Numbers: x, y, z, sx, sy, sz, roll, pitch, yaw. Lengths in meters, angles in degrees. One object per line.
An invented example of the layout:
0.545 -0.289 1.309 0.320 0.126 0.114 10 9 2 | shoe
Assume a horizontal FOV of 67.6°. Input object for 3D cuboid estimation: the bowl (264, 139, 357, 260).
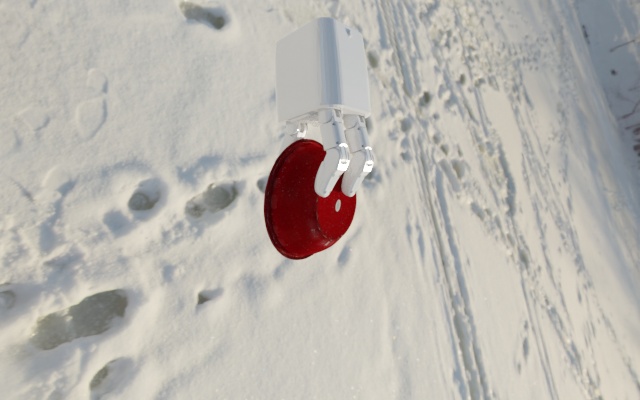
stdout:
0.001 0.003 0.618 0.055 0.162 0.162 8 5 35 | bowl
